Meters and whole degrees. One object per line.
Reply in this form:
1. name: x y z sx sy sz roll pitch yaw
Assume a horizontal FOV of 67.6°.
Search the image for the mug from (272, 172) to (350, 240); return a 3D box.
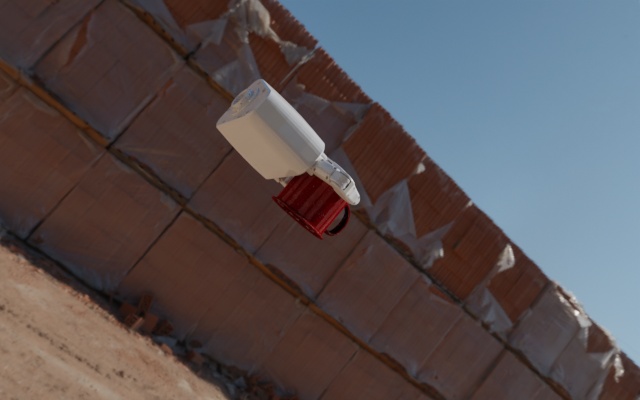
1. mug: 0.001 0.003 0.674 0.117 0.081 0.093 45 -9 -29
